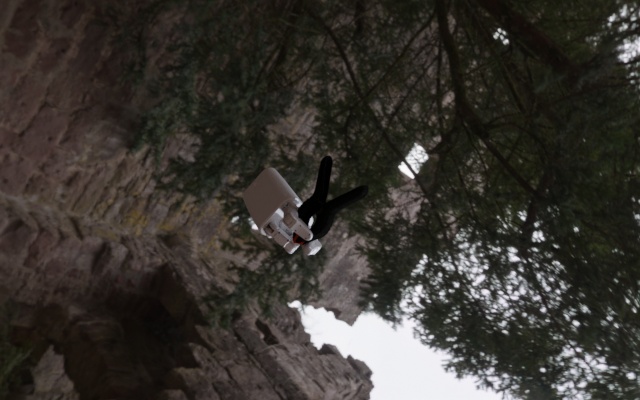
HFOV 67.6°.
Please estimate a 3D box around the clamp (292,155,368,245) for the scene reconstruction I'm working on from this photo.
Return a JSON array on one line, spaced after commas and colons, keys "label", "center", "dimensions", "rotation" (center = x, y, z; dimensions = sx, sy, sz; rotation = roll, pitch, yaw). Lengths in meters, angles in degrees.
[{"label": "clamp", "center": [0.000, 0.003, 0.877], "dimensions": [0.039, 0.171, 0.120], "rotation": [28, 20, -47]}]
